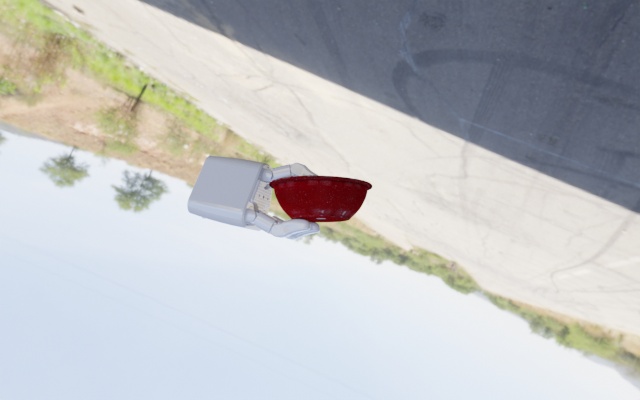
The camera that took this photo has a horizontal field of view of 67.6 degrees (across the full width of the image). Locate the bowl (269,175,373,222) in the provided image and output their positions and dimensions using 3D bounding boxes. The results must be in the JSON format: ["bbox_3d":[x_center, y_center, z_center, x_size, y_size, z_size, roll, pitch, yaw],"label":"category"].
[{"bbox_3d":[0.001,0.003,0.740,0.162,0.055,0.162,1,-8,0],"label":"bowl"}]
